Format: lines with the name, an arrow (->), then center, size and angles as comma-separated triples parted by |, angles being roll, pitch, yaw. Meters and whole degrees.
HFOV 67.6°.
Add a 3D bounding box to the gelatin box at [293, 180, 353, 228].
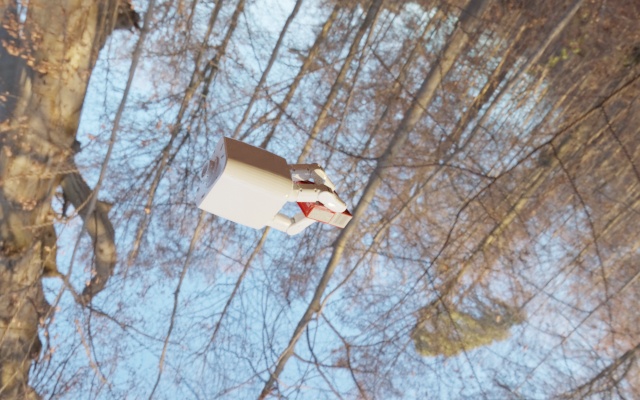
gelatin box -> 0.000, 0.003, 0.771 | 0.089, 0.030, 0.073 | 18, 29, -41
